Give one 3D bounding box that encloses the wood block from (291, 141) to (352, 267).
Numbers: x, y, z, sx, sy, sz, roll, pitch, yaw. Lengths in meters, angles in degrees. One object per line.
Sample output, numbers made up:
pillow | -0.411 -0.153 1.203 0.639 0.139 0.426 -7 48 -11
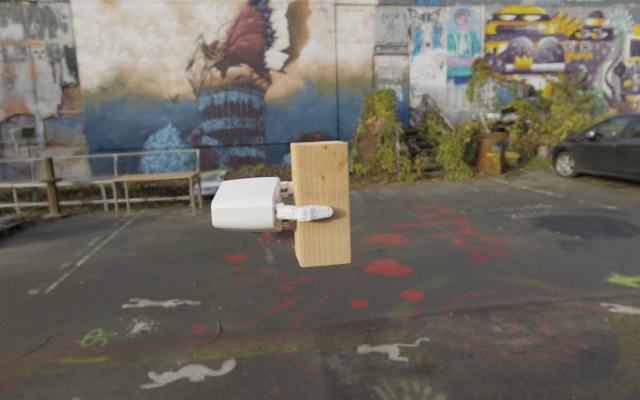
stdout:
wood block | 0.000 0.003 0.838 0.090 0.206 0.091 -4 10 -9
